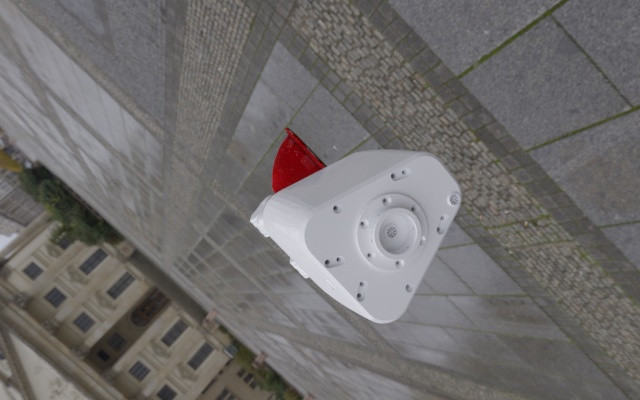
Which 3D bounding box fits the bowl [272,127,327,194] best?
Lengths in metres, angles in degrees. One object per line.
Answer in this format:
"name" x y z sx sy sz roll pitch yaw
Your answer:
"bowl" 0.000 0.002 0.498 0.055 0.162 0.162 -42 -1 1
